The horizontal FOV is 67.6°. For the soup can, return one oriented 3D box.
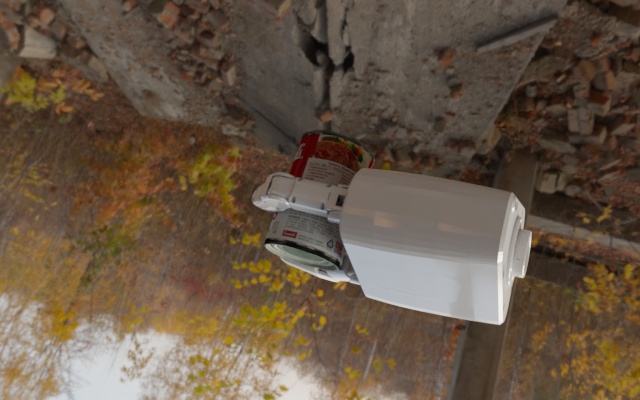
[{"bbox_3d":[-0.001,0.001,0.405,0.068,0.102,0.068,17,-17,5],"label":"soup can"}]
